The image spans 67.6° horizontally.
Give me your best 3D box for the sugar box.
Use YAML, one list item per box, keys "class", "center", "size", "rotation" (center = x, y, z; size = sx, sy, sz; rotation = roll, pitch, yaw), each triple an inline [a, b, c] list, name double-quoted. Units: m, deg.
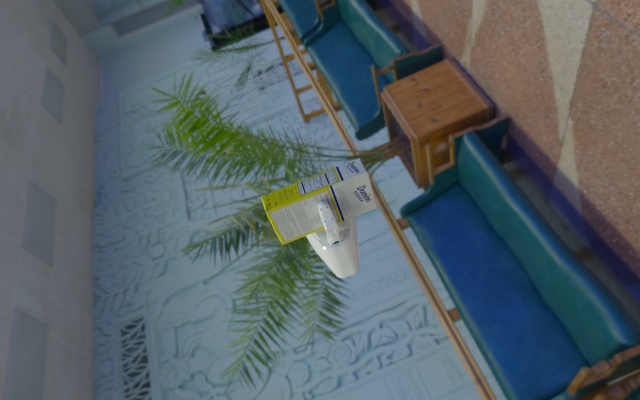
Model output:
- class: "sugar box"
  center: [0.000, 0.002, 0.796]
  size: [0.176, 0.048, 0.093]
  rotation: [-23, -44, -2]
